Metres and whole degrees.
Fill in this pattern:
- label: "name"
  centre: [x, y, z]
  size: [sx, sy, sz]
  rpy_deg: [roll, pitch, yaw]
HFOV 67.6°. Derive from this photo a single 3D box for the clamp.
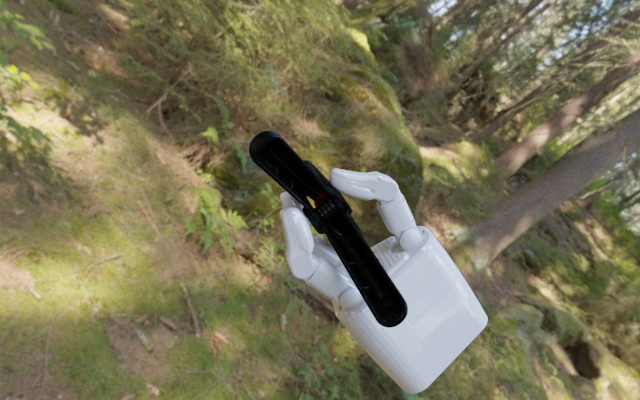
- label: "clamp"
  centre: [0.001, 0.001, 0.412]
  size: [0.036, 0.164, 0.210]
  rpy_deg: [-36, 14, 4]
